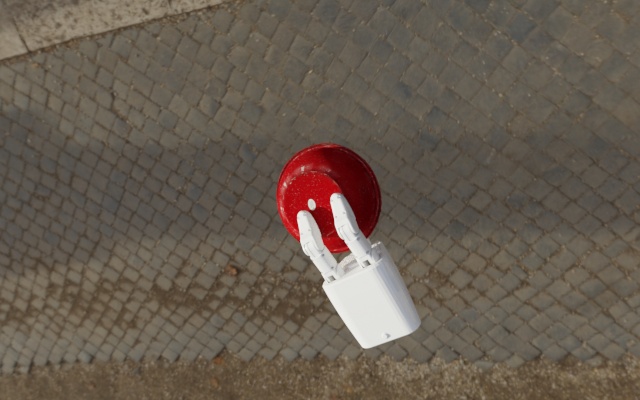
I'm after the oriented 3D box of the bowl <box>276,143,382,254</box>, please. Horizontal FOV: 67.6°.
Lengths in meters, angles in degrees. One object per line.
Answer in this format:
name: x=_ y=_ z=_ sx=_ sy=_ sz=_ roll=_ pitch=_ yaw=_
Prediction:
bowl: x=-0.001 y=0.001 z=0.665 sx=0.162 sy=0.162 sz=0.055 roll=0 pitch=9 yaw=22
